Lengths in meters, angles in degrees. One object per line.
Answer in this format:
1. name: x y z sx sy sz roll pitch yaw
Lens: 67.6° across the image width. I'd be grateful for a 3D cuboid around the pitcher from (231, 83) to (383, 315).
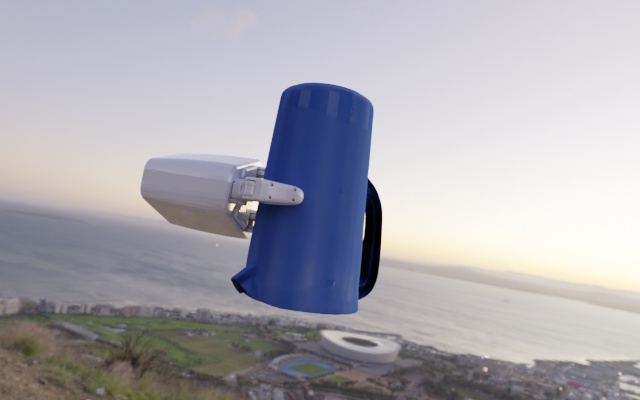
1. pitcher: 0.000 0.002 0.544 0.145 0.243 0.149 8 -5 11
